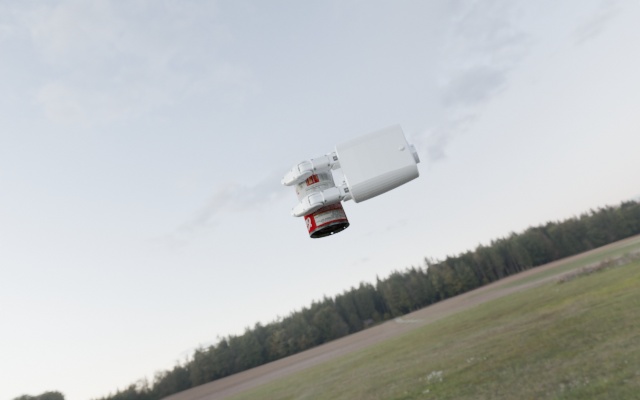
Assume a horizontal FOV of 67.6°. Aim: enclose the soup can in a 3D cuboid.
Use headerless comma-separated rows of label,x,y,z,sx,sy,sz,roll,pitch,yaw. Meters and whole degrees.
soup can,0.000,0.002,0.774,0.068,0.102,0.068,-17,-17,-5
